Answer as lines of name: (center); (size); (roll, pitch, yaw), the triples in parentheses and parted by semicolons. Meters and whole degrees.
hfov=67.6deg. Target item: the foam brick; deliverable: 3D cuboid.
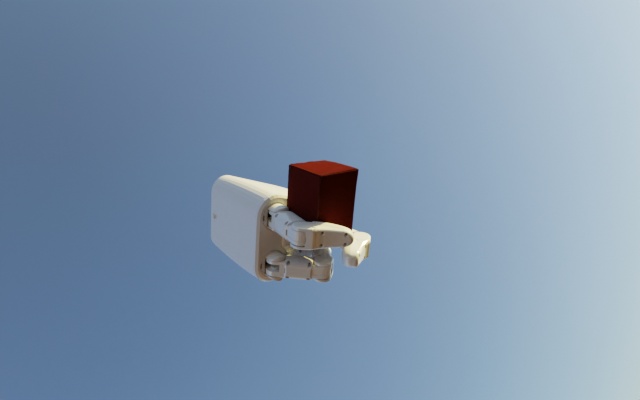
foam brick: (0.000, 0.001, 0.491); (0.053, 0.078, 0.051); (-10, 23, -39)
